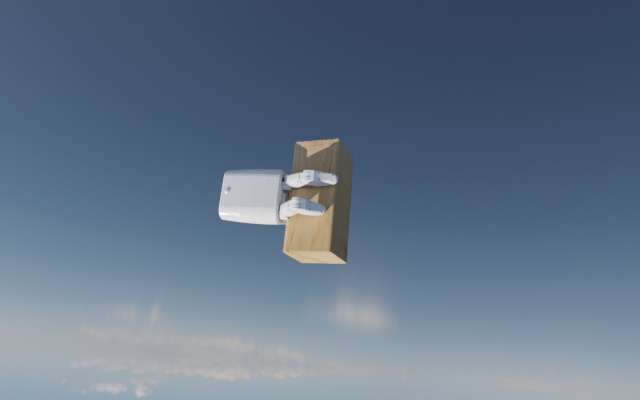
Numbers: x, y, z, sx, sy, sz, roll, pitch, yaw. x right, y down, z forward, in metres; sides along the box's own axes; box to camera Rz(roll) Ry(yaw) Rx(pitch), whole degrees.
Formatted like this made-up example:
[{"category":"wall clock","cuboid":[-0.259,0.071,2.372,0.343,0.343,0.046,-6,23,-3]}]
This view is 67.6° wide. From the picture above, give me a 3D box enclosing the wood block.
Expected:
[{"category":"wood block","cuboid":[0.000,0.003,0.863,0.090,0.206,0.091,-2,-20,20]}]
